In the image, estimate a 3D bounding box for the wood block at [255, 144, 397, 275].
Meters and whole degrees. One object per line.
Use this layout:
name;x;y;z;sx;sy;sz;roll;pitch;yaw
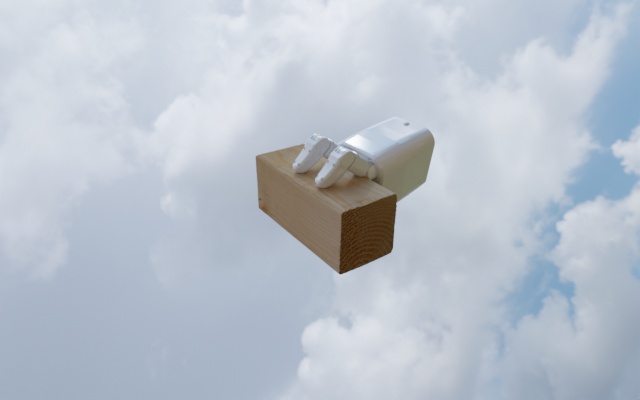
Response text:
wood block;0.000;0.002;0.658;0.090;0.091;0.206;-18;33;-30
